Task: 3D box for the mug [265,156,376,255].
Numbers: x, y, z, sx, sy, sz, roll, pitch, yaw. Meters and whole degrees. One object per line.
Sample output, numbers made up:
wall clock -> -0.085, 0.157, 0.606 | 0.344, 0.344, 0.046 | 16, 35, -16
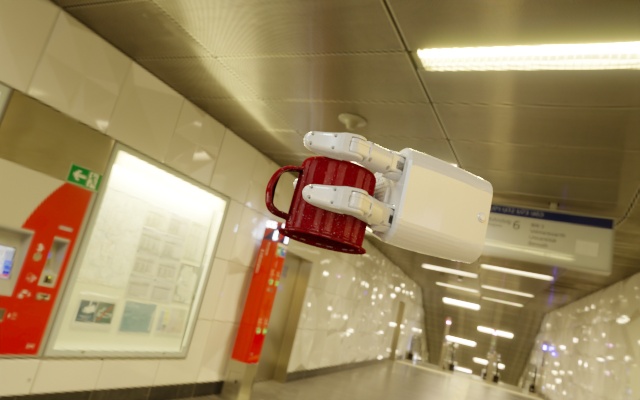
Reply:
mug -> -0.001, 0.001, 0.493 | 0.117, 0.081, 0.093 | 18, -13, -17
